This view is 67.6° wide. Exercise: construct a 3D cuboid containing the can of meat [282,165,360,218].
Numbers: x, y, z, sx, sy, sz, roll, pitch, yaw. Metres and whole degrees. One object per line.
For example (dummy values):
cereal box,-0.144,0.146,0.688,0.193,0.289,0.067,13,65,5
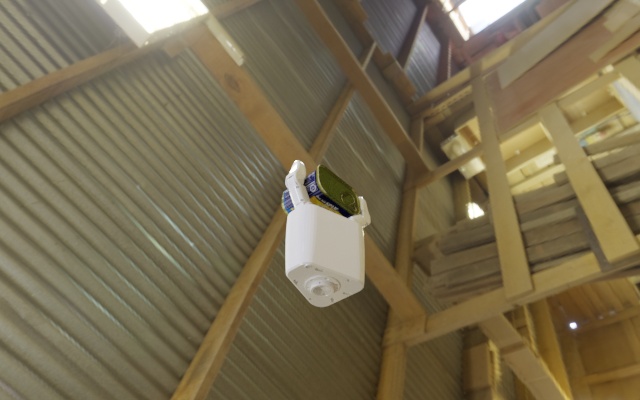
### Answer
can of meat,0.000,0.003,0.770,0.084,0.057,0.102,-32,-49,29
